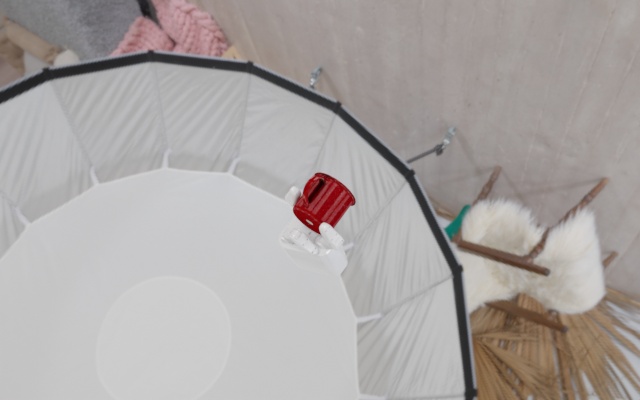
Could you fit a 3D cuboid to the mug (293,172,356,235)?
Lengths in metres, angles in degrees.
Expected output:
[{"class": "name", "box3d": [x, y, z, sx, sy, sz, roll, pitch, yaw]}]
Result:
[{"class": "mug", "box3d": [0.000, 0.002, 0.856, 0.093, 0.081, 0.117, 25, -22, 32]}]
